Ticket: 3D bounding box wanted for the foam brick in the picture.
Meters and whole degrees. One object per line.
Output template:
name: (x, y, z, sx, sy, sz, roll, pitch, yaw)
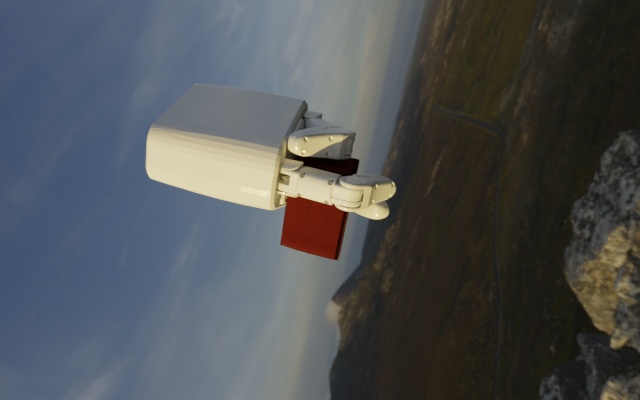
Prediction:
foam brick: (0.000, 0.002, 0.411, 0.051, 0.078, 0.053, 12, 21, 4)
